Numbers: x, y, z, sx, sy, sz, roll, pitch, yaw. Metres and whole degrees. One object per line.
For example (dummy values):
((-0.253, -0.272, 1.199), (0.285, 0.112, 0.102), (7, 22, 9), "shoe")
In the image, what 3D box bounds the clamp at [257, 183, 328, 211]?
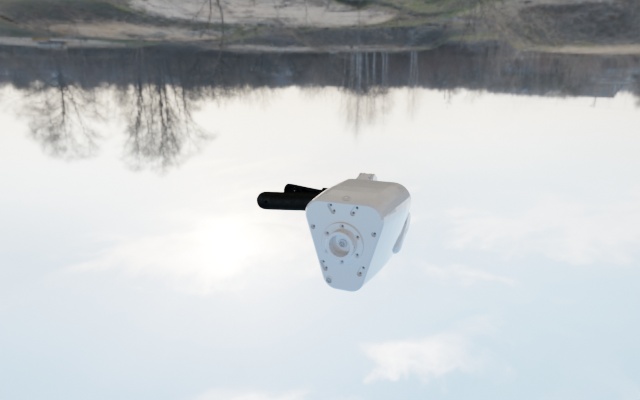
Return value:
((0.000, 0.003, 0.661), (0.171, 0.039, 0.120), (6, 16, 24), "clamp")
